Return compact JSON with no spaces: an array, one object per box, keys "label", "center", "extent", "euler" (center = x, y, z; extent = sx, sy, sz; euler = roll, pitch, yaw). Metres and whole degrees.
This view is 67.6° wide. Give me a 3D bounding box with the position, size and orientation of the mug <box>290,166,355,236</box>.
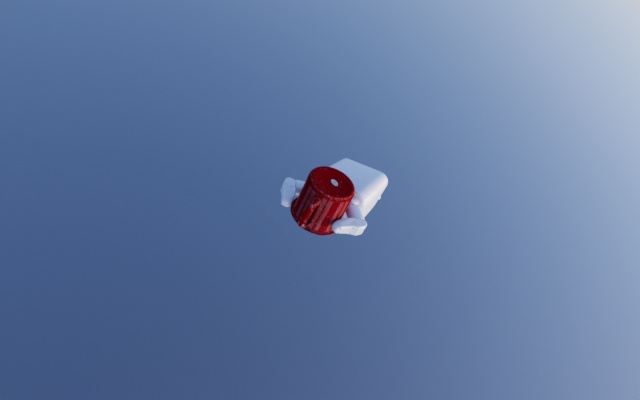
[{"label":"mug","center":[-0.001,0.003,0.784],"extent":[0.093,0.081,0.117],"euler":[37,41,12]}]
